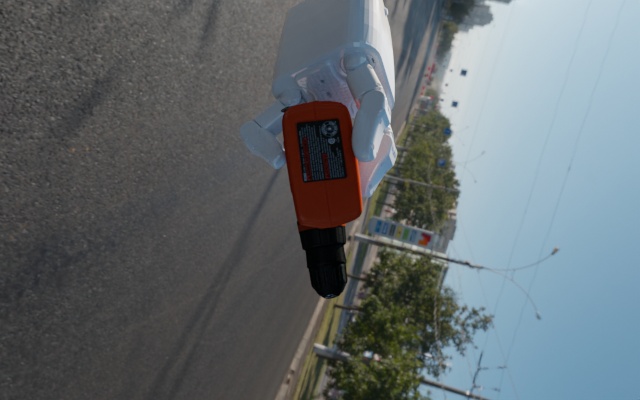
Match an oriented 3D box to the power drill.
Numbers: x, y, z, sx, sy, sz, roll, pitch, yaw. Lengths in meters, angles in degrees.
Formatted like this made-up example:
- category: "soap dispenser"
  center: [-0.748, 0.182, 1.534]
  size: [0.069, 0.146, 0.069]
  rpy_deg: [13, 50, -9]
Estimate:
- category: "power drill"
  center: [0.000, 0.001, 0.458]
  size: [0.057, 0.184, 0.188]
  rpy_deg: [-9, -11, -5]
